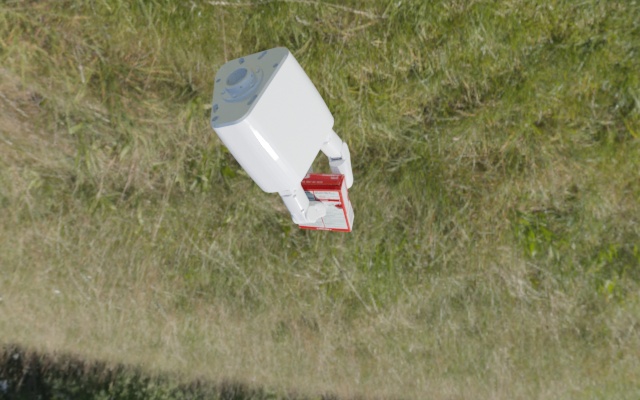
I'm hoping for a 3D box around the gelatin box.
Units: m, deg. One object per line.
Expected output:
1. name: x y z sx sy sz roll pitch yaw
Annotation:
1. gelatin box: 0.000 0.003 0.616 0.073 0.030 0.089 3 -38 17
